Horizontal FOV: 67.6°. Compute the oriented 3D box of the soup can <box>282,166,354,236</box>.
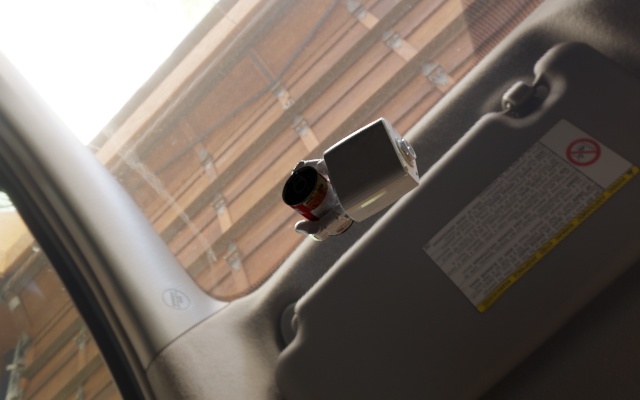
[{"bbox_3d":[0.000,0.003,0.726,0.068,0.068,0.102,0,-29,44],"label":"soup can"}]
